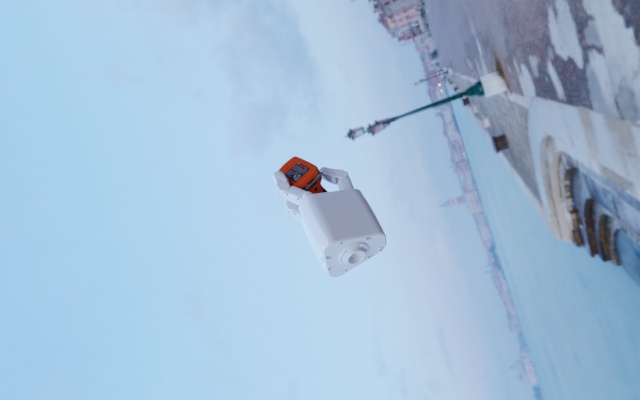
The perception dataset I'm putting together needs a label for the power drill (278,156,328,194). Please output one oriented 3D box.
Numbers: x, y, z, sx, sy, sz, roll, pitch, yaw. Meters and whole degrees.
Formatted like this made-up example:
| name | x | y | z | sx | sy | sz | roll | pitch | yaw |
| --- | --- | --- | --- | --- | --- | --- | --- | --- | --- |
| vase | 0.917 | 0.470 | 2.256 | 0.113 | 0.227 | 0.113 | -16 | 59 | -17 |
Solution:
| name | x | y | z | sx | sy | sz | roll | pitch | yaw |
| --- | --- | --- | --- | --- | --- | --- | --- | --- | --- |
| power drill | 0.000 | 0.003 | 0.899 | 0.188 | 0.057 | 0.184 | 48 | -10 | -31 |
